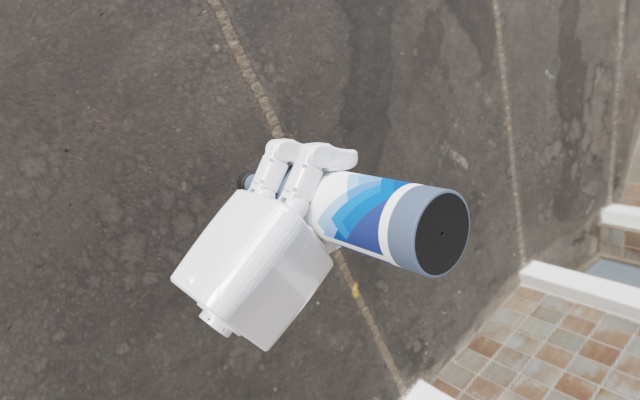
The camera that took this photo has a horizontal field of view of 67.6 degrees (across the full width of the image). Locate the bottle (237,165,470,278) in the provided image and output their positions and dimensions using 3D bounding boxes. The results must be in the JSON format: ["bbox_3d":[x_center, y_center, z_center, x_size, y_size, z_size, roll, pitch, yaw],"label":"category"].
[{"bbox_3d":[0.000,0.001,0.463,0.069,0.069,0.295,0,9,-38],"label":"bottle"}]
